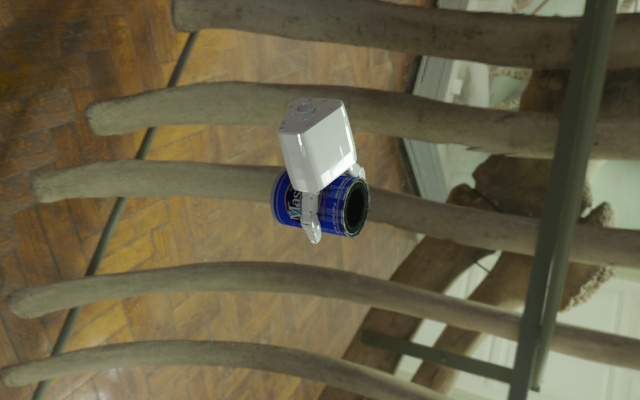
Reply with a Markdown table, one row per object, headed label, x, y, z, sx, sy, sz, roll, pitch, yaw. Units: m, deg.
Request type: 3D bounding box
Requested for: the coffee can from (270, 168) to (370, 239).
| label | x | y | z | sx | sy | sz | roll | pitch | yaw |
| --- | --- | --- | --- | --- | --- | --- | --- | --- | --- |
| coffee can | 0.000 | 0.003 | 0.818 | 0.140 | 0.103 | 0.103 | 9 | 4 | 29 |
